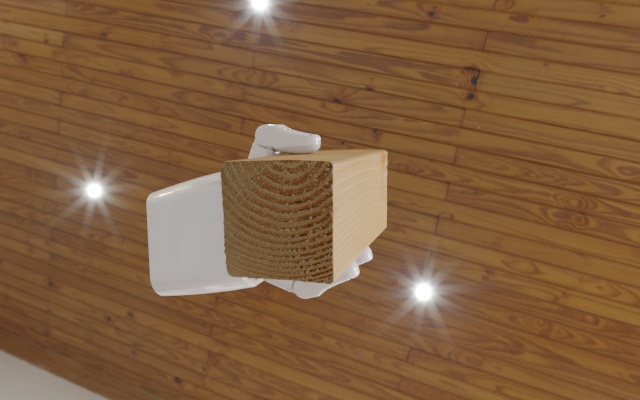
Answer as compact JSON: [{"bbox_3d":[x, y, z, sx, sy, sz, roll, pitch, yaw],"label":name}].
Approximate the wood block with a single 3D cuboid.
[{"bbox_3d":[0.000,0.001,0.444,0.090,0.091,0.206,1,9,18],"label":"wood block"}]
